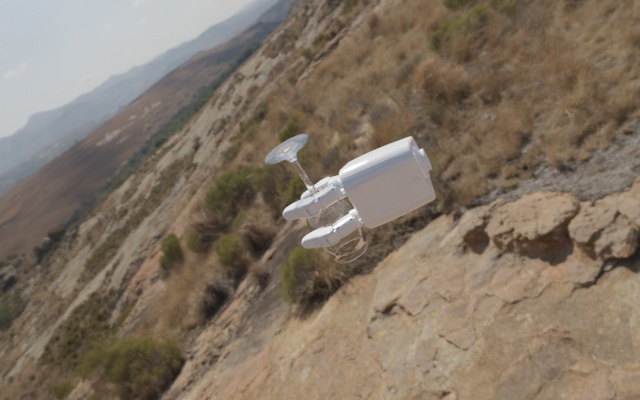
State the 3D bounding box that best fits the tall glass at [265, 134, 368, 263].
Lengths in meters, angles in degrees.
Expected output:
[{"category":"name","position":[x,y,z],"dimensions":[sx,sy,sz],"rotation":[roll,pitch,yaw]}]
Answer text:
[{"category":"tall glass","position":[0.000,0.002,0.726],"dimensions":[0.079,0.201,0.079],"rotation":[-27,24,13]}]
